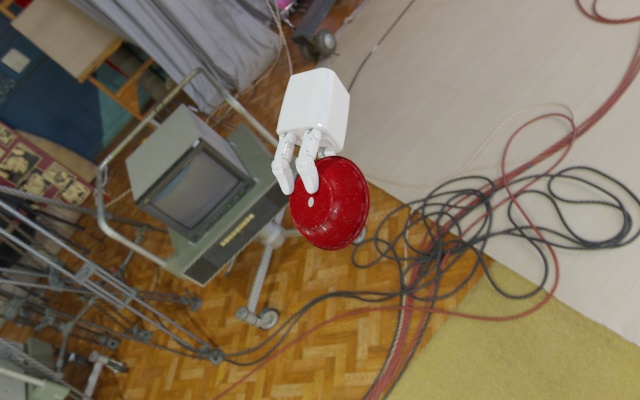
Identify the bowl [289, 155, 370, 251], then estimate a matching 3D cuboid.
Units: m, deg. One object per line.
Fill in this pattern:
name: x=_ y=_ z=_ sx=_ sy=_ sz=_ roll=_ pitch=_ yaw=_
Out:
bowl: x=0.000 y=0.004 z=0.783 sx=0.162 sy=0.162 sz=0.055 roll=0 pitch=-3 yaw=40
